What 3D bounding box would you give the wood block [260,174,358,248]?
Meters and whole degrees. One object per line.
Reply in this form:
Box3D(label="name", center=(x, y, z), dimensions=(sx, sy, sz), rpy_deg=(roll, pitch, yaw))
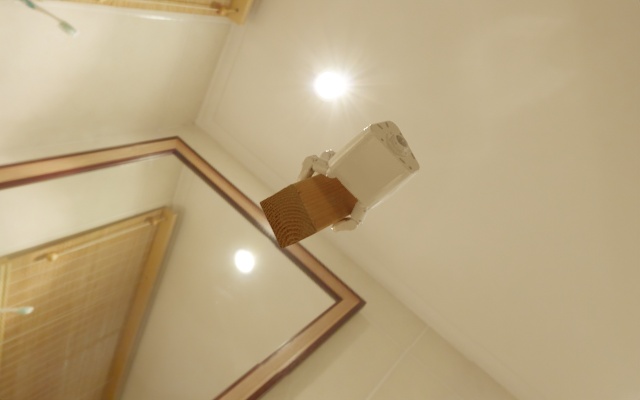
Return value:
Box3D(label="wood block", center=(0.001, 0.003, 0.871), dimensions=(0.090, 0.091, 0.206), rpy_deg=(-27, -2, 37))
